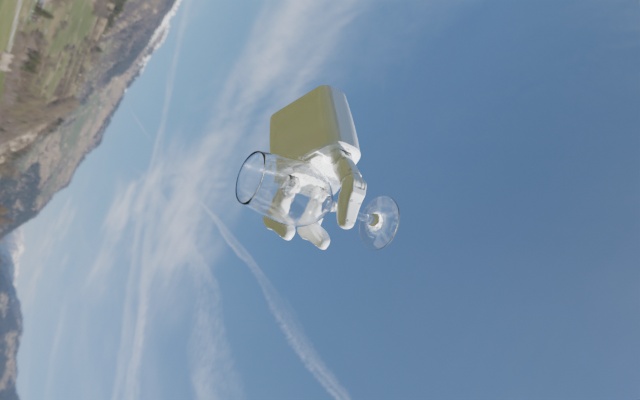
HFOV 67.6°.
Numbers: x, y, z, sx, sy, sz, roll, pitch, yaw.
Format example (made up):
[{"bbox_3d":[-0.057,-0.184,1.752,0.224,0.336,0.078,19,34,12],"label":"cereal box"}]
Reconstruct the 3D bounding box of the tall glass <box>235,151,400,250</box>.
[{"bbox_3d":[0.001,0.002,0.576,0.201,0.079,0.079,19,-11,-35],"label":"tall glass"}]
